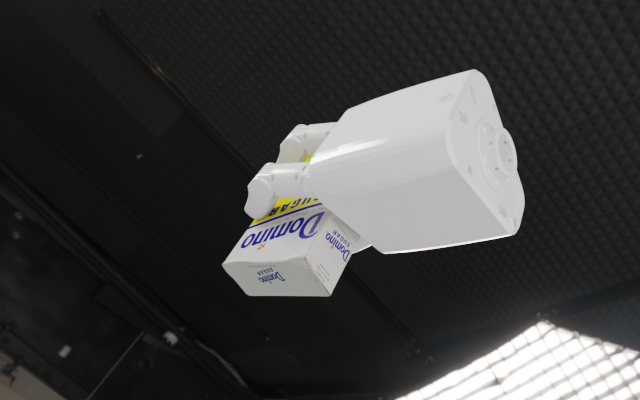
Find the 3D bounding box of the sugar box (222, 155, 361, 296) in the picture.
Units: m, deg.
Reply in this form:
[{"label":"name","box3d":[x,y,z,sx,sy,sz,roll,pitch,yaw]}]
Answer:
[{"label":"sugar box","box3d":[0.000,0.001,0.412,0.093,0.048,0.176,-10,34,40]}]
